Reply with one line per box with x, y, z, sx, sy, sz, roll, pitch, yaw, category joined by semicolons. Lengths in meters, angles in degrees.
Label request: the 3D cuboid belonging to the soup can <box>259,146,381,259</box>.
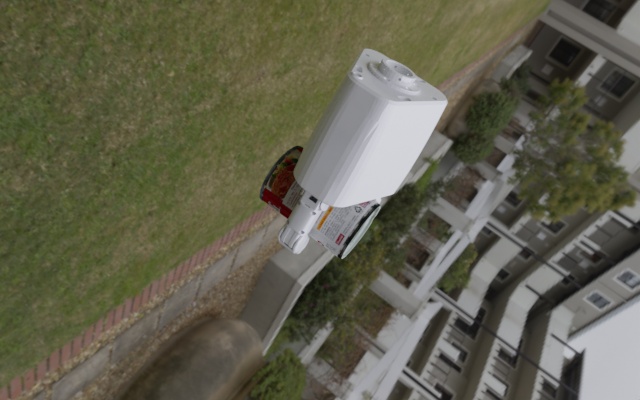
0.000;0.002;0.475;0.102;0.068;0.068;36;8;11;soup can
